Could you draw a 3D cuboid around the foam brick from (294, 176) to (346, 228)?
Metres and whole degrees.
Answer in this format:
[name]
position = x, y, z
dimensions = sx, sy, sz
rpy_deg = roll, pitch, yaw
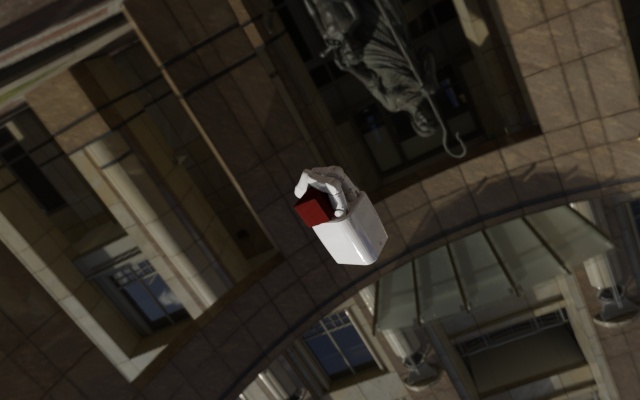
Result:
[foam brick]
position = 0.000, 0.003, 0.852
dimensions = 0.053, 0.051, 0.078
rpy_deg = -19, 22, 38
